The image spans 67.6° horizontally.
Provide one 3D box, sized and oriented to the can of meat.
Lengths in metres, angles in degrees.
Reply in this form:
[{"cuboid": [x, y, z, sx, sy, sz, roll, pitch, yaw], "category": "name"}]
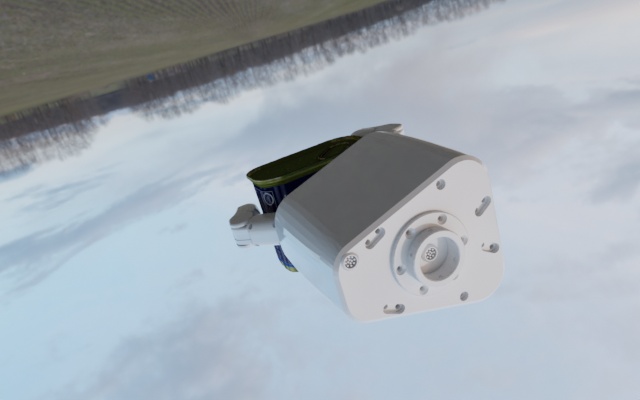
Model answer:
[{"cuboid": [0.000, 0.002, 0.405, 0.102, 0.084, 0.057, -23, 20, -18], "category": "can of meat"}]
